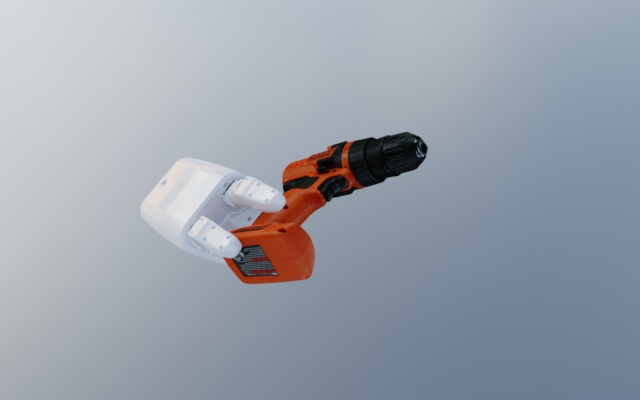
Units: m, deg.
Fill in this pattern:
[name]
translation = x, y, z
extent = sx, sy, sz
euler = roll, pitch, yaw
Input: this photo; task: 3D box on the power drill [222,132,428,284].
[power drill]
translation = 0.000, 0.002, 0.476
extent = 0.184, 0.057, 0.187
euler = -14, 23, 42
